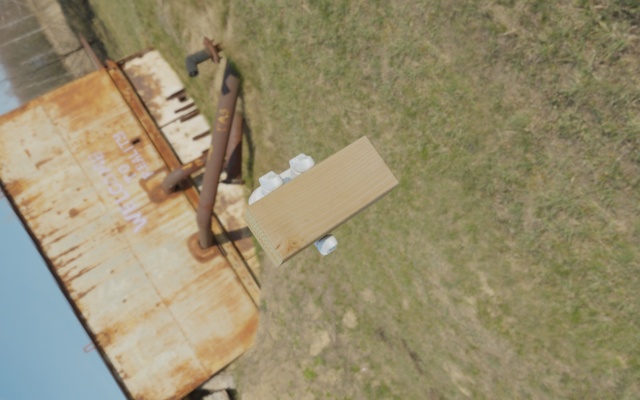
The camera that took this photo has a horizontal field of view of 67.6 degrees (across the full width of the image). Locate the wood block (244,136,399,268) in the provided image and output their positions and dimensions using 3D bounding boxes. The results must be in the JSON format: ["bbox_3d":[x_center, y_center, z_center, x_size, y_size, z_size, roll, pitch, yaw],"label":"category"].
[{"bbox_3d":[0.000,0.003,0.708,0.206,0.091,0.090,-33,-6,-17],"label":"wood block"}]
